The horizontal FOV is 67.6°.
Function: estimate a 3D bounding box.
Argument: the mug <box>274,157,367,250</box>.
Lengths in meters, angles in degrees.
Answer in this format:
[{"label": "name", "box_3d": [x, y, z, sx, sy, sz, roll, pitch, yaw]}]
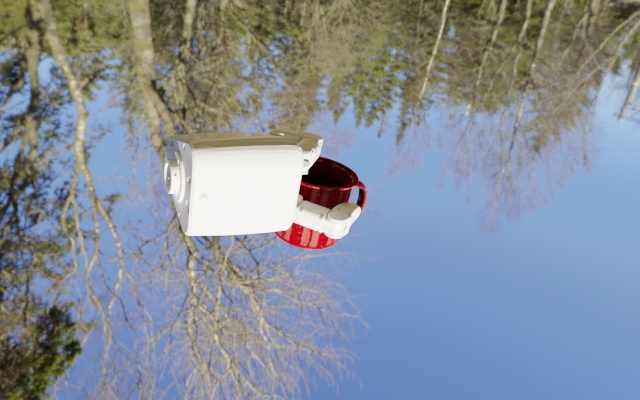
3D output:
[{"label": "mug", "box_3d": [0.001, 0.002, 0.554, 0.117, 0.081, 0.093, -2, 29, -29]}]
